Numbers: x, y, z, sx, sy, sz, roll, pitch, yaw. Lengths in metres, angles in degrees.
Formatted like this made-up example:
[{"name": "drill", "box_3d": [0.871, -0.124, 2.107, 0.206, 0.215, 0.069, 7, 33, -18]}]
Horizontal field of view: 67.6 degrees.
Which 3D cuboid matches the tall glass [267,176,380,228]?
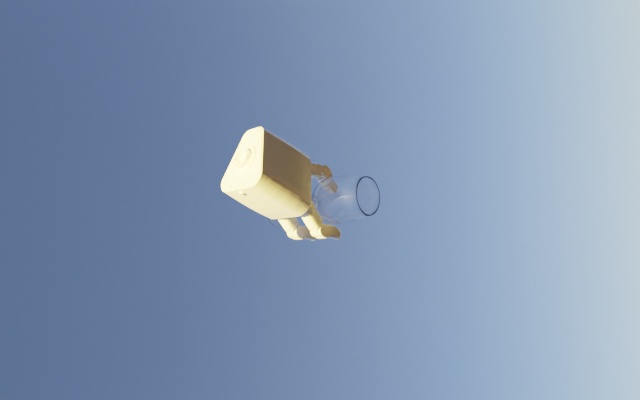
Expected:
[{"name": "tall glass", "box_3d": [0.000, 0.003, 0.797, 0.201, 0.079, 0.079, -7, -5, 41]}]
